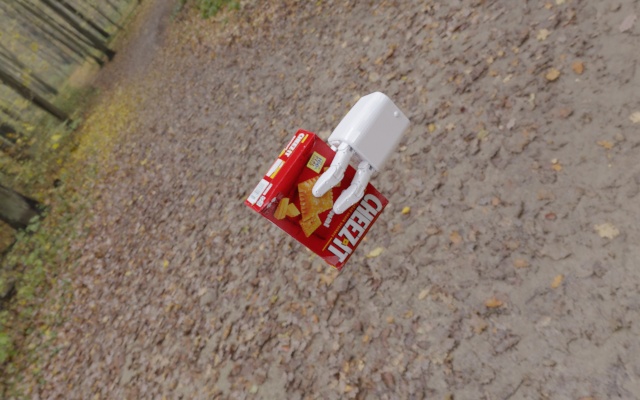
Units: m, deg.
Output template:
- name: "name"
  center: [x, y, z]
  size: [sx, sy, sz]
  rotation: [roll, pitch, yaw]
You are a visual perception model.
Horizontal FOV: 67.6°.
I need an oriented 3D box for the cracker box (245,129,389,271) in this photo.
- name: "cracker box"
  center: [0.000, 0.003, 0.854]
  size: [0.214, 0.164, 0.072]
  rotation: [39, -5, -31]
